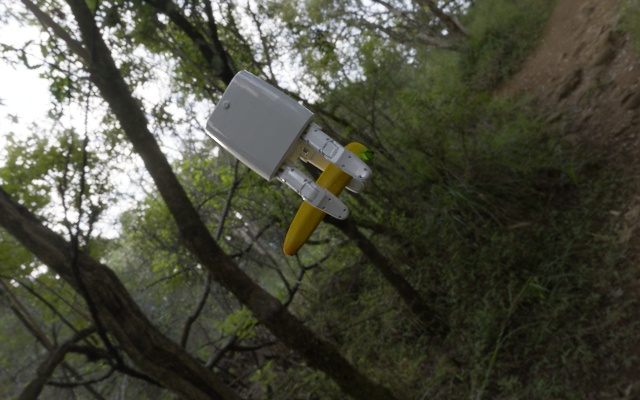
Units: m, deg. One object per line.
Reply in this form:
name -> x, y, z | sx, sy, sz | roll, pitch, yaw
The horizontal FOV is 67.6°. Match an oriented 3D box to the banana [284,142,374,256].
banana -> 0.007, -0.009, 0.624 | 0.037, 0.198, 0.069 | 34, 32, -3
